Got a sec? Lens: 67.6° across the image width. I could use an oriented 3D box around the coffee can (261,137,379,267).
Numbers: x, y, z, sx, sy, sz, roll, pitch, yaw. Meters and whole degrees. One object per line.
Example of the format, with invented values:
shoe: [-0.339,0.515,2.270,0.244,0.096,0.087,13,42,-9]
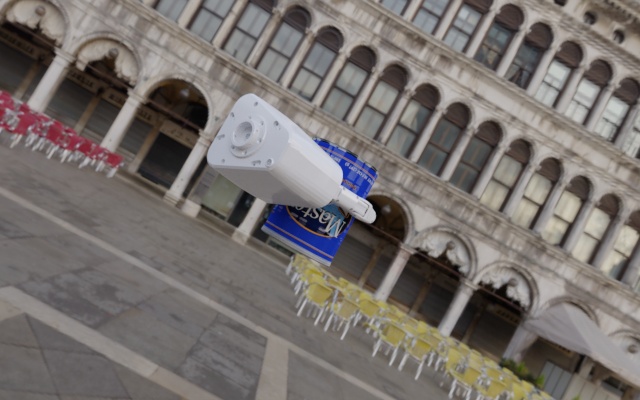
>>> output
coffee can: [0.000,0.002,0.634,0.103,0.140,0.103,29,-4,2]
